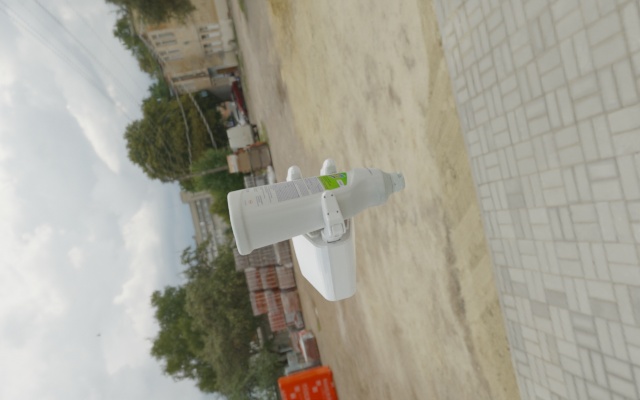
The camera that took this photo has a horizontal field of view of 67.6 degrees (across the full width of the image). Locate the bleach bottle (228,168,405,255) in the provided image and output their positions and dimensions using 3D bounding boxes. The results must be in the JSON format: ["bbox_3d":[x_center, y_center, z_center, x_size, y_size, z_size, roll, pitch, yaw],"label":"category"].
[{"bbox_3d":[0.000,0.002,0.676,0.251,0.068,0.102,-13,30,-8],"label":"bleach bottle"}]
